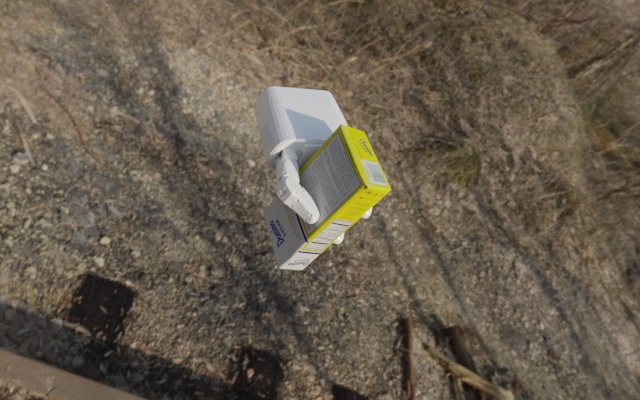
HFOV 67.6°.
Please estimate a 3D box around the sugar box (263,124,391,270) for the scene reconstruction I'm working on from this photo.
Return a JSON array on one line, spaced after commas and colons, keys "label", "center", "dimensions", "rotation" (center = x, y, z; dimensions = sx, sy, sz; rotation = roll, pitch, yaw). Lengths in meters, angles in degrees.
[{"label": "sugar box", "center": [0.001, 0.002, 0.584], "dimensions": [0.048, 0.093, 0.176], "rotation": [9, -42, -38]}]
